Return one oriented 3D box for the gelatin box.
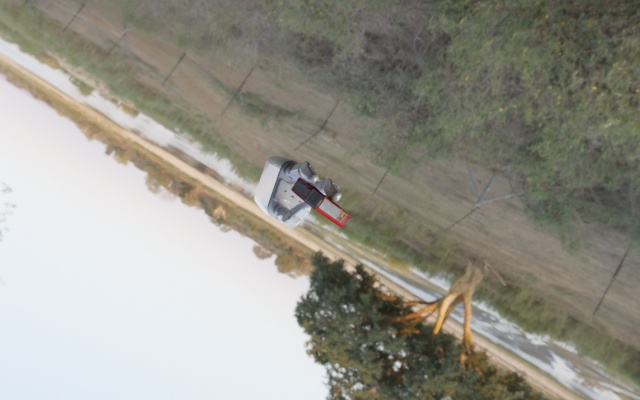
[{"bbox_3d":[0.000,0.003,0.804,0.073,0.030,0.089,36,2,-39],"label":"gelatin box"}]
